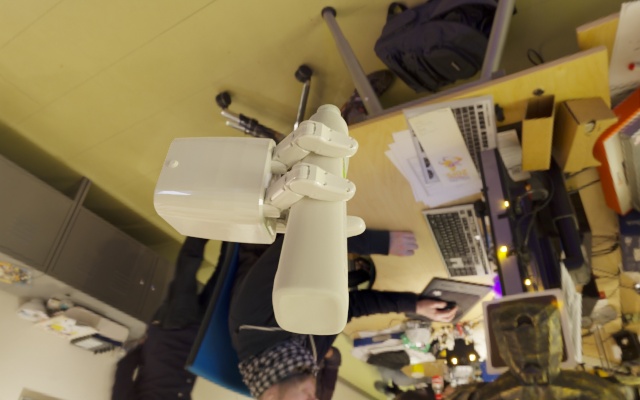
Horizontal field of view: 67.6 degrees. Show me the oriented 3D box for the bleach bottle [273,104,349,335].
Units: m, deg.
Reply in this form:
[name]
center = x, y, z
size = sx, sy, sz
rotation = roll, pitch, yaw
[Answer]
[bleach bottle]
center = 0.000, 0.002, 0.499
size = 0.068, 0.250, 0.103
rotation = 3, -37, 3
